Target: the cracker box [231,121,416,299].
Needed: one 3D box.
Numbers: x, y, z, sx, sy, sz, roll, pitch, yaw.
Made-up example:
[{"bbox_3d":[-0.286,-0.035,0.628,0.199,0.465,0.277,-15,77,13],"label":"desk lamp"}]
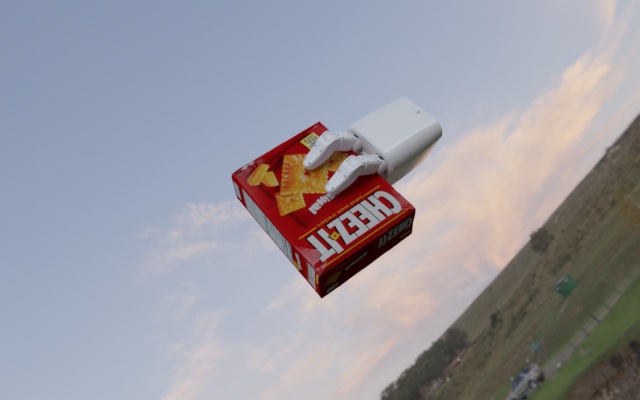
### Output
[{"bbox_3d":[0.000,0.002,0.671,0.164,0.213,0.072,-33,-32,-19],"label":"cracker box"}]
